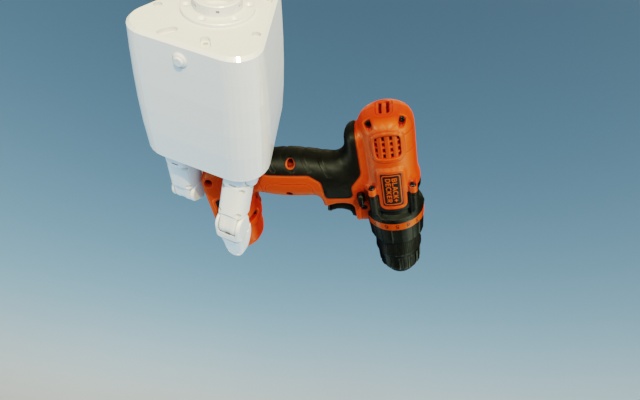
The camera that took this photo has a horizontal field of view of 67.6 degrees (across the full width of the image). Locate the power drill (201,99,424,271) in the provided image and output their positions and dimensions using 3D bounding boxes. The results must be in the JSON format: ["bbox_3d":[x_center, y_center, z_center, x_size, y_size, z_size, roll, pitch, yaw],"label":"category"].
[{"bbox_3d":[0.000,0.001,0.441,0.187,0.185,0.057,-6,38,8],"label":"power drill"}]
